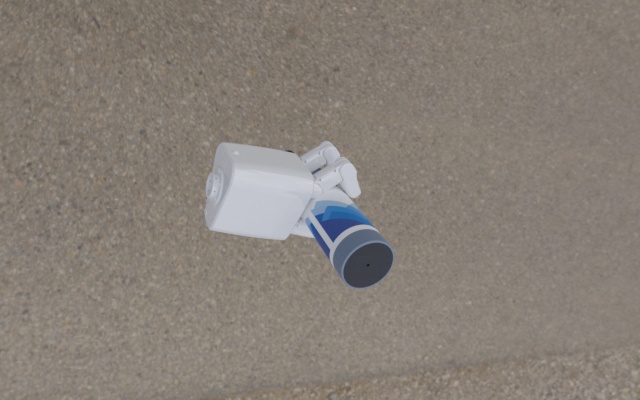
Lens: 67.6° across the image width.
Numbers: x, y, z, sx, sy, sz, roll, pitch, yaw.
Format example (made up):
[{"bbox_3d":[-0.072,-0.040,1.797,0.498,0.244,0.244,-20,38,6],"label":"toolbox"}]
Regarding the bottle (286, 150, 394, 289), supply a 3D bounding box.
[{"bbox_3d":[0.000,0.002,0.649,0.069,0.069,0.295,0,29,-25],"label":"bottle"}]
